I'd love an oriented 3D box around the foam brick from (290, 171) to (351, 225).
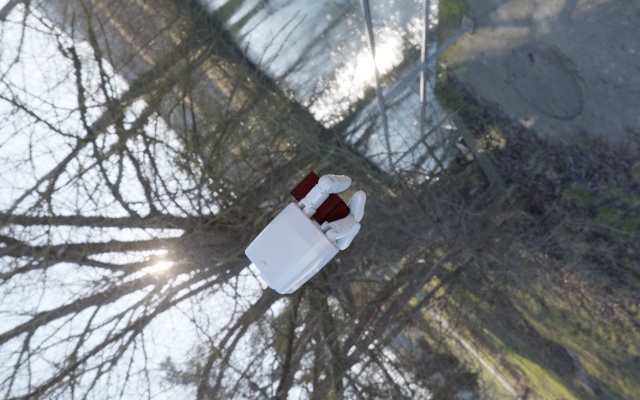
[{"bbox_3d":[0.000,0.002,0.754,0.078,0.051,0.053,45,-1,29],"label":"foam brick"}]
